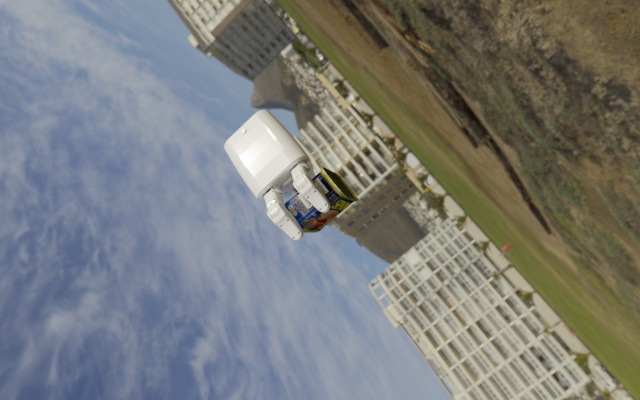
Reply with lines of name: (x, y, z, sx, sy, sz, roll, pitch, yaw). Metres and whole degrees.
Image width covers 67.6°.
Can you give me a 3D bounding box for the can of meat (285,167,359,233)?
can of meat: (0.000, 0.003, 0.713, 0.084, 0.057, 0.102, -41, -15, 11)
